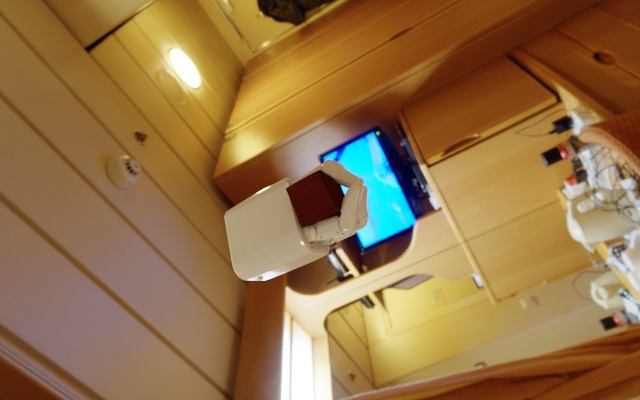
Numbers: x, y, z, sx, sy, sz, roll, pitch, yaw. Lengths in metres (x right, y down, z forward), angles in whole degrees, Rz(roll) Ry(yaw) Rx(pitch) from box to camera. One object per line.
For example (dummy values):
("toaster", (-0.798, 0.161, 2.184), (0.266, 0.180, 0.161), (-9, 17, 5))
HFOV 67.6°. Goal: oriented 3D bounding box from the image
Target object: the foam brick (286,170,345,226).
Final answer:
("foam brick", (0.000, 0.002, 0.608), (0.051, 0.053, 0.078), (-26, -17, 14))
